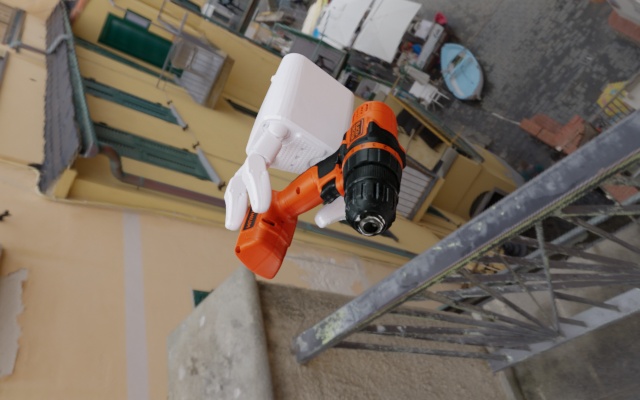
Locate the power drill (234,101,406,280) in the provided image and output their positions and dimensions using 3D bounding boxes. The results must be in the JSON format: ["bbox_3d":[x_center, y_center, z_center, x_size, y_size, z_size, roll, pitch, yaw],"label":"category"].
[{"bbox_3d":[0.000,0.002,0.461,0.188,0.057,0.184,-35,23,28],"label":"power drill"}]
